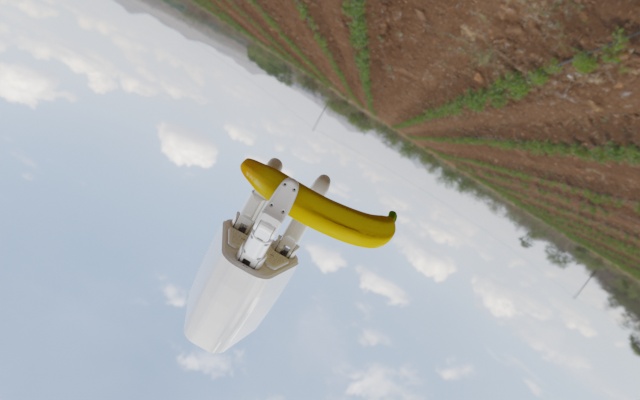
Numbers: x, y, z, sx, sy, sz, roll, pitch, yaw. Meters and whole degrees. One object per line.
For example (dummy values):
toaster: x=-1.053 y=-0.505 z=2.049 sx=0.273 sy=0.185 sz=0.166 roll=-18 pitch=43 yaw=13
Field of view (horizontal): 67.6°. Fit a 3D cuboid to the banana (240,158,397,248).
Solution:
banana: x=0.008 y=0.011 z=0.500 sx=0.198 sy=0.037 sz=0.069 roll=21 pitch=19 yaw=-26
